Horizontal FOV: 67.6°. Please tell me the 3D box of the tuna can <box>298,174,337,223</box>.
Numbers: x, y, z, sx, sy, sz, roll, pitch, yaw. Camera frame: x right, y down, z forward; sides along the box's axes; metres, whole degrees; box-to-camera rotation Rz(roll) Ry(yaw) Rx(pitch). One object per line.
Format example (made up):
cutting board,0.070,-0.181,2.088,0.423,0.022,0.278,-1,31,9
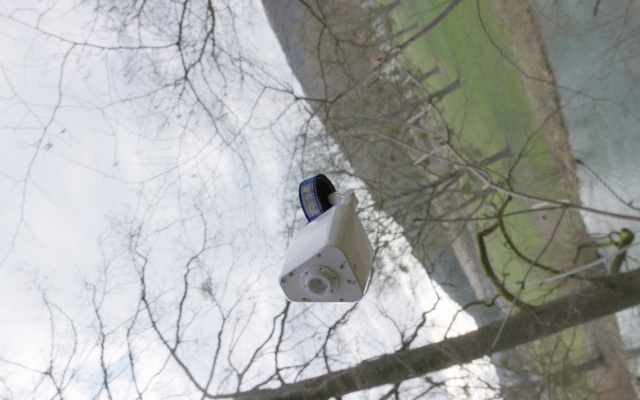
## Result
tuna can,0.000,0.003,0.765,0.034,0.086,0.086,-20,-8,23
